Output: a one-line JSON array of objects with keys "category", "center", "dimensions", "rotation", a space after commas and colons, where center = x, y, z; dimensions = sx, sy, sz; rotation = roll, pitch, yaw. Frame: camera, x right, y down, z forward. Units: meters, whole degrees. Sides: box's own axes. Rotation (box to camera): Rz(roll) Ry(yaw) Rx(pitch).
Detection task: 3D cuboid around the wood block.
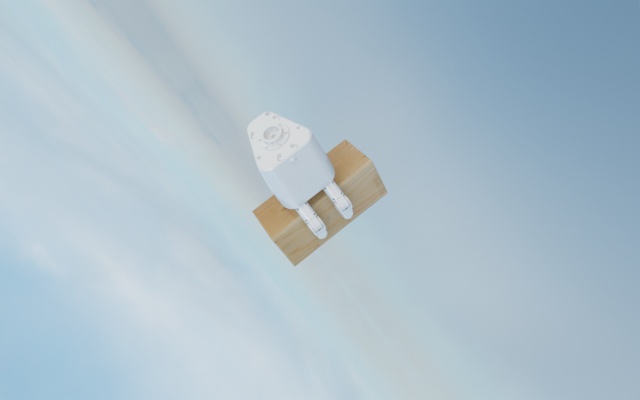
[{"category": "wood block", "center": [0.000, 0.002, 0.826], "dimensions": [0.090, 0.206, 0.090], "rotation": [48, -6, 46]}]
